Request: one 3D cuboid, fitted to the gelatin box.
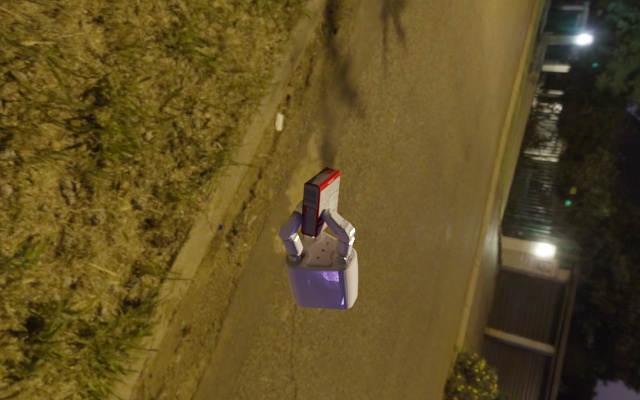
[{"bbox_3d":[0.001,0.002,0.741,0.030,0.089,0.073,17,30,22],"label":"gelatin box"}]
